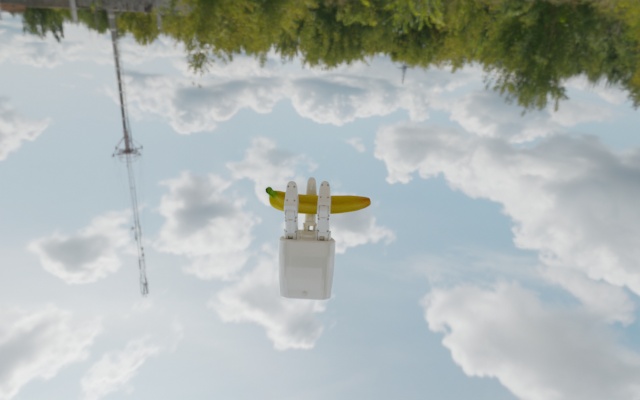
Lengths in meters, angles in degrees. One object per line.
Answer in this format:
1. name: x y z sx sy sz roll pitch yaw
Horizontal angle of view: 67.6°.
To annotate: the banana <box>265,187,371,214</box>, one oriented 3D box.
1. banana: -0.009 0.005 0.860 0.198 0.037 0.069 4 -9 -20
